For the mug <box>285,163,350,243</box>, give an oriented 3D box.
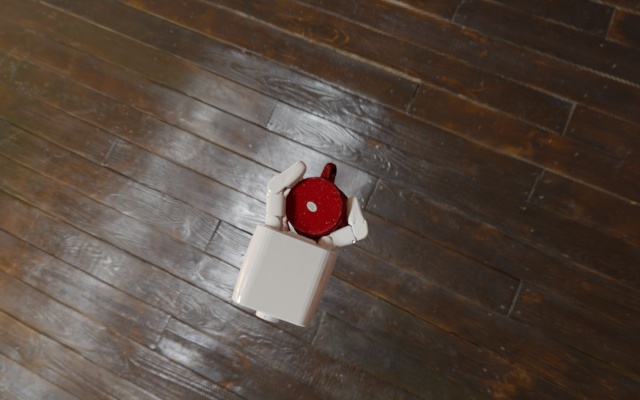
[{"bbox_3d":[0.001,0.001,0.675,0.093,0.117,0.081,19,-7,10],"label":"mug"}]
